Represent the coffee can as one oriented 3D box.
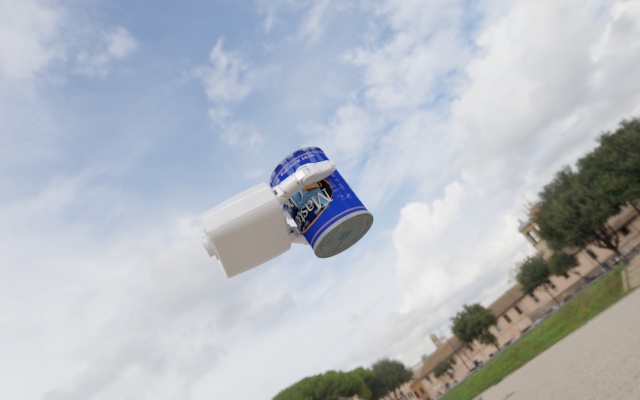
[{"bbox_3d":[0.000,0.002,0.730,0.103,0.140,0.103,-28,-27,-15],"label":"coffee can"}]
